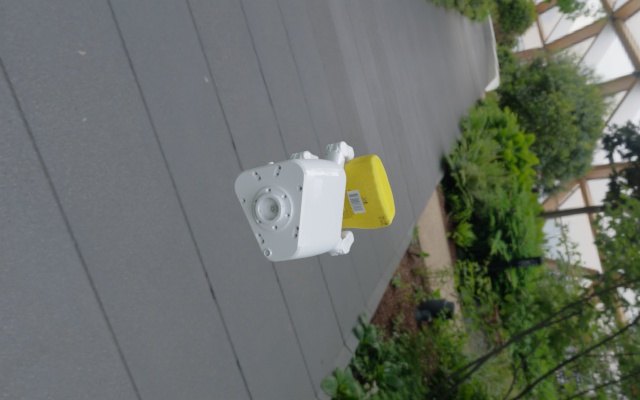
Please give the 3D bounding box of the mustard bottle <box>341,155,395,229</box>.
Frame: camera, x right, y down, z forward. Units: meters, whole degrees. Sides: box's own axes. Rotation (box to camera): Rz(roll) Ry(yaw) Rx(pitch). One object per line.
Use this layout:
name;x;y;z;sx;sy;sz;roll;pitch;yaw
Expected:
mustard bottle;0.000;0.002;0.667;0.191;0.096;0.058;-11;22;24
